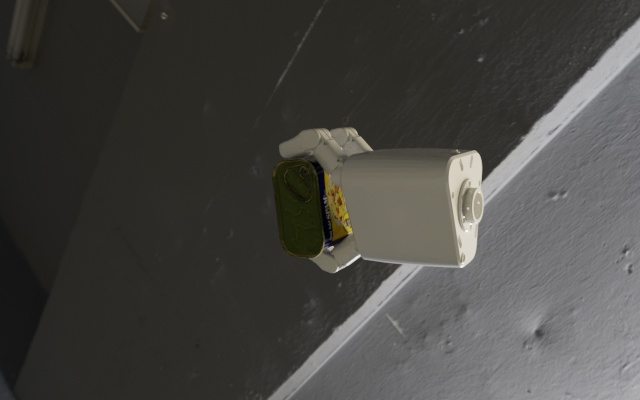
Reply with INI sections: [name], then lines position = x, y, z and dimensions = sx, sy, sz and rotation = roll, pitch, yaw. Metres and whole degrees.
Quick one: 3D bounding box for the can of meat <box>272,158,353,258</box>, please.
[can of meat]
position = 0.000, 0.002, 0.517
dimensions = 0.057, 0.102, 0.084
rotation = -1, 9, 37
